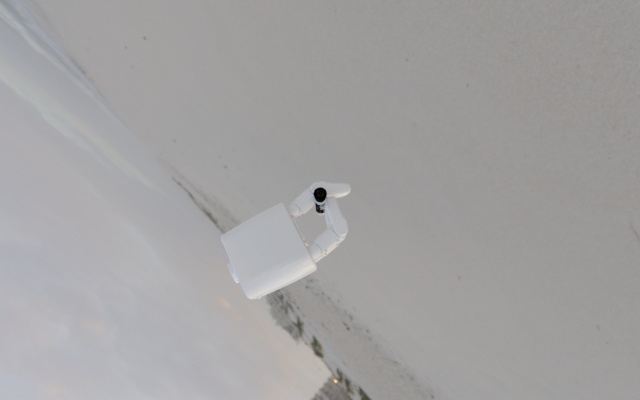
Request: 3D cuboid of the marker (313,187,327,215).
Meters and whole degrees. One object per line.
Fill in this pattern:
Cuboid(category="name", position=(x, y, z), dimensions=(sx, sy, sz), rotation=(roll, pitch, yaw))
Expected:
Cuboid(category="marker", position=(0.000, 0.002, 0.708), dimensions=(0.020, 0.020, 0.121), rotation=(0, -12, 1))
